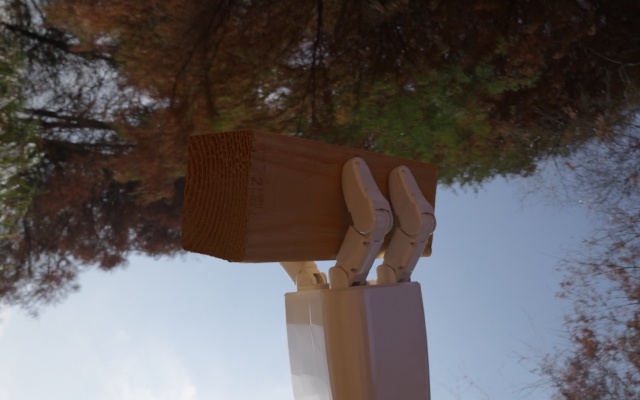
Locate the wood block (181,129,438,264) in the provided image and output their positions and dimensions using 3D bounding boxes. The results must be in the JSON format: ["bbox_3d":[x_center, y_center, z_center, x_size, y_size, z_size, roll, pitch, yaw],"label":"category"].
[{"bbox_3d":[0.000,0.002,0.404,0.206,0.090,0.091,5,-1,-43],"label":"wood block"}]
